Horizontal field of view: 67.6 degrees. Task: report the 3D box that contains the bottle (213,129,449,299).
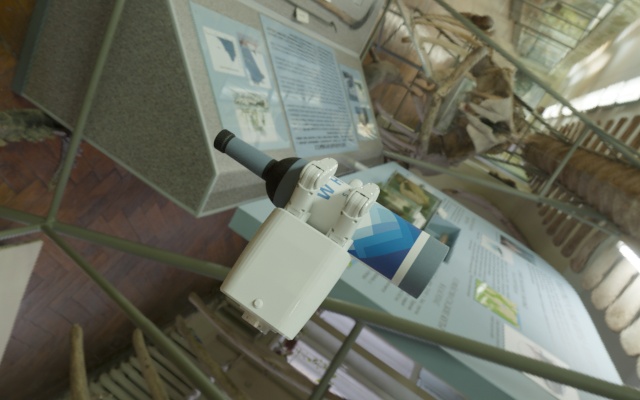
[{"bbox_3d":[0.000,0.002,0.546,0.295,0.069,0.069,32,8,13],"label":"bottle"}]
